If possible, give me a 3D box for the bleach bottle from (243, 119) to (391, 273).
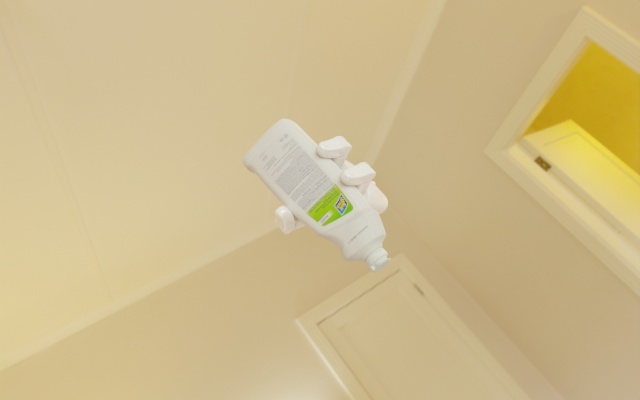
[{"bbox_3d":[0.000,0.002,0.670,0.102,0.250,0.068,-45,-22,13],"label":"bleach bottle"}]
